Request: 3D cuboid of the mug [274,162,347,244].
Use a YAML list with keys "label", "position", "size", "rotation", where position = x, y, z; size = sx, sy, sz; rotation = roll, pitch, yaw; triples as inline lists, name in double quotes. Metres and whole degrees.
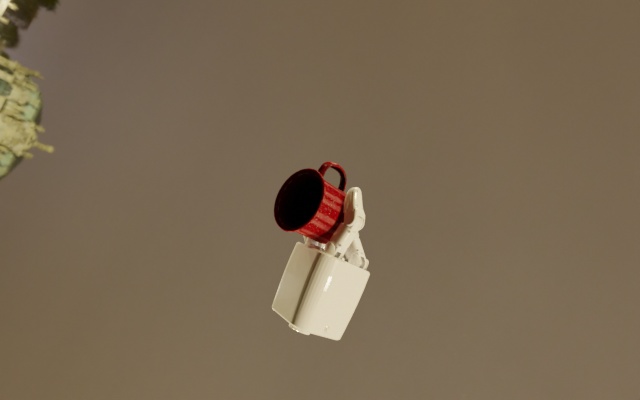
- label: "mug"
  position: [0.001, 0.001, 0.676]
  size: [0.093, 0.117, 0.081]
  rotation: [19, -8, 47]
